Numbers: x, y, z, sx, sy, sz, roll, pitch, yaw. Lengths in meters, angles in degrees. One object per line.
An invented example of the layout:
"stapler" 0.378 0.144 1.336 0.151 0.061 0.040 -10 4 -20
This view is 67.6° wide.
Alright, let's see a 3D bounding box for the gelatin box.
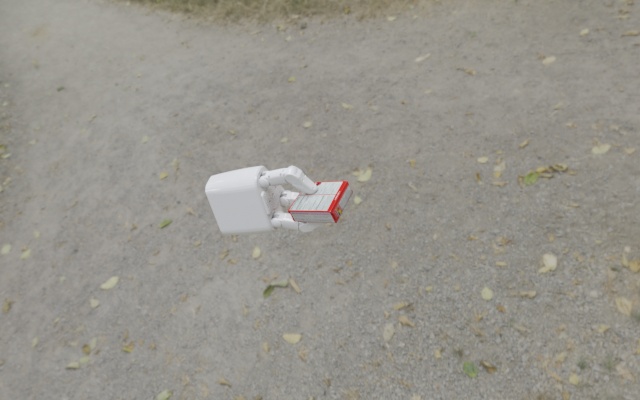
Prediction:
"gelatin box" 0.000 0.002 0.799 0.089 0.030 0.073 -1 43 35
